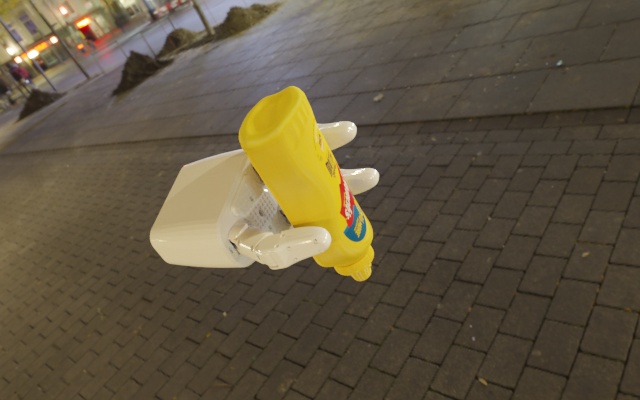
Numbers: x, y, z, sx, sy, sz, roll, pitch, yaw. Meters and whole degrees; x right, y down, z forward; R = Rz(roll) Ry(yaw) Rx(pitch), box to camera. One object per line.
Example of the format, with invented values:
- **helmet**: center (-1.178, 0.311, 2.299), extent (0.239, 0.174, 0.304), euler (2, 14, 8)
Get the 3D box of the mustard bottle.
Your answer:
- **mustard bottle**: center (0.000, 0.001, 0.425), extent (0.058, 0.192, 0.096), euler (-21, 30, 15)
